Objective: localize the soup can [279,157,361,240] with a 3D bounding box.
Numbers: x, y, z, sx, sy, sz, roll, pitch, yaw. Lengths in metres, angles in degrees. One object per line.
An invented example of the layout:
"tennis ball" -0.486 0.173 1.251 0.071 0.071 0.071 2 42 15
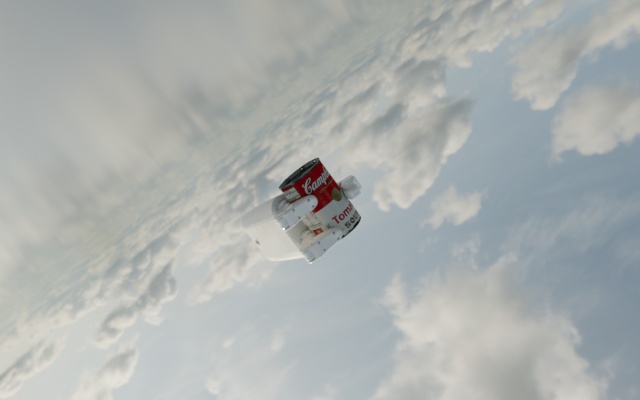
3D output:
"soup can" 0.001 0.002 0.652 0.068 0.102 0.068 -35 12 9
